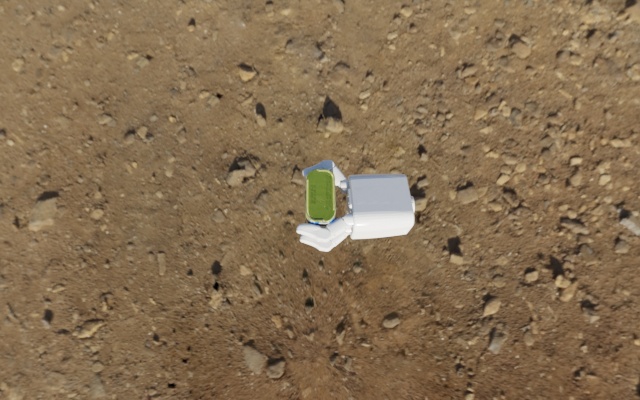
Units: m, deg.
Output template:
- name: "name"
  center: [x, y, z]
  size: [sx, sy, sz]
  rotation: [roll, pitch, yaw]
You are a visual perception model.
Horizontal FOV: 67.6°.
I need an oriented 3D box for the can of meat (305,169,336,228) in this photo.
- name: "can of meat"
  center: [0.000, 0.003, 0.857]
  size: [0.057, 0.102, 0.084]
  rotation: [-1, -18, -1]
